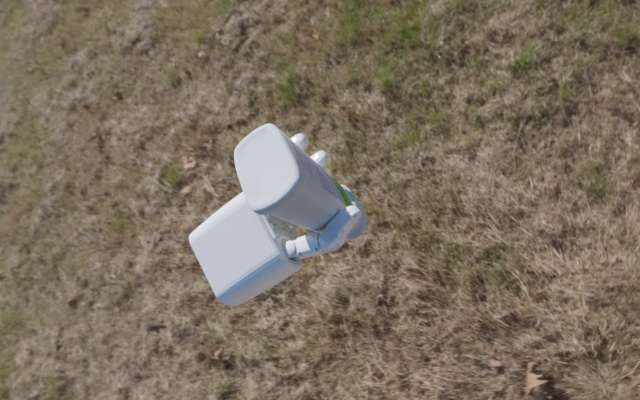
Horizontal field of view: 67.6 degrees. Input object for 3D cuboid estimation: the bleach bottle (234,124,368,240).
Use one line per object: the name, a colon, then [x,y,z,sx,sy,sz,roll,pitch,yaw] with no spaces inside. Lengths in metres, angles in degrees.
bleach bottle: [0.000,0.002,0.594,0.068,0.102,0.251,-34,-32,15]
